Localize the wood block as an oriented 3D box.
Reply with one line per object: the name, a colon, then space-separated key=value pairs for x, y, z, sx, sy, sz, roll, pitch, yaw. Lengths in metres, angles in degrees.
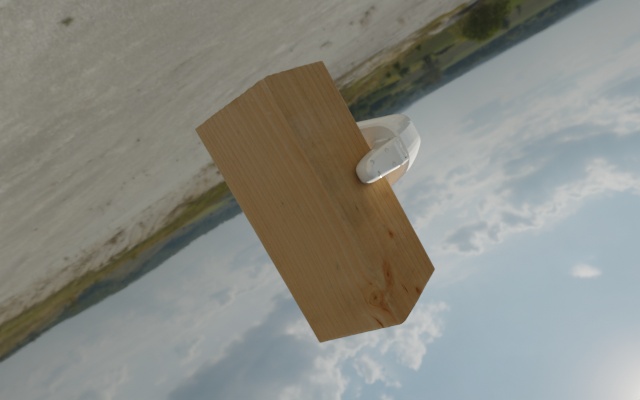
wood block: x=0.001 y=0.001 z=0.403 sx=0.091 sy=0.206 sz=0.090 roll=-25 pitch=7 yaw=36
